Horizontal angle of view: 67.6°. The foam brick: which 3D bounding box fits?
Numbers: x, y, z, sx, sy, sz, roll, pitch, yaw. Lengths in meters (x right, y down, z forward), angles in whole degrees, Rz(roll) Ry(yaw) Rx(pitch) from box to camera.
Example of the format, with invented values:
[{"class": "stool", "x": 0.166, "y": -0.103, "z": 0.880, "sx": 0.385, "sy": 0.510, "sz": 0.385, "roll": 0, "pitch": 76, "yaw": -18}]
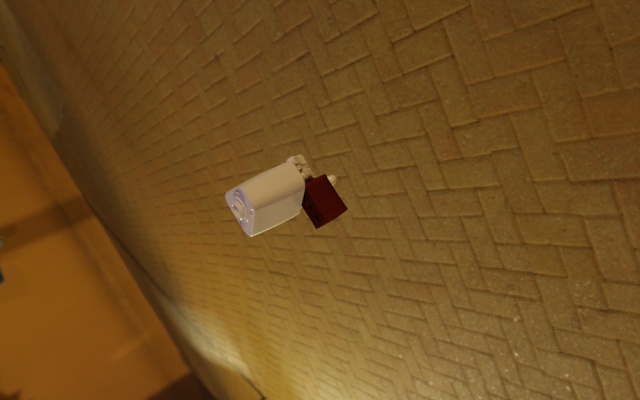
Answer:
[{"class": "foam brick", "x": 0.000, "y": 0.003, "z": 0.862, "sx": 0.051, "sy": 0.078, "sz": 0.053, "roll": -28, "pitch": -10, "yaw": -29}]
